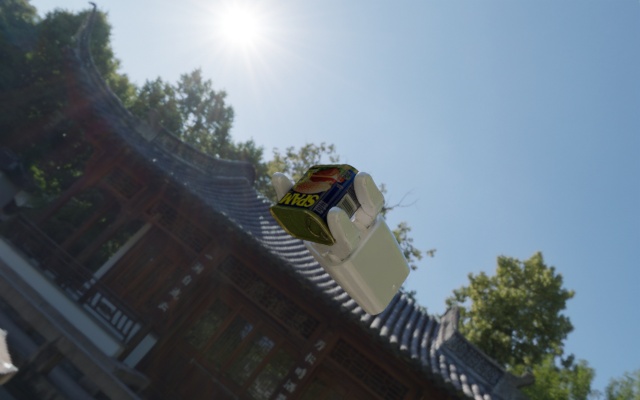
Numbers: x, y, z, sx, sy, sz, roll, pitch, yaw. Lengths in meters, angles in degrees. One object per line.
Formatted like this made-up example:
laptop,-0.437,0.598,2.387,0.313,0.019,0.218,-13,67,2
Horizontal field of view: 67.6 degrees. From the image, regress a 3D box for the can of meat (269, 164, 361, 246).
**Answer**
can of meat,0.000,0.002,0.583,0.084,0.057,0.102,-49,29,-23
